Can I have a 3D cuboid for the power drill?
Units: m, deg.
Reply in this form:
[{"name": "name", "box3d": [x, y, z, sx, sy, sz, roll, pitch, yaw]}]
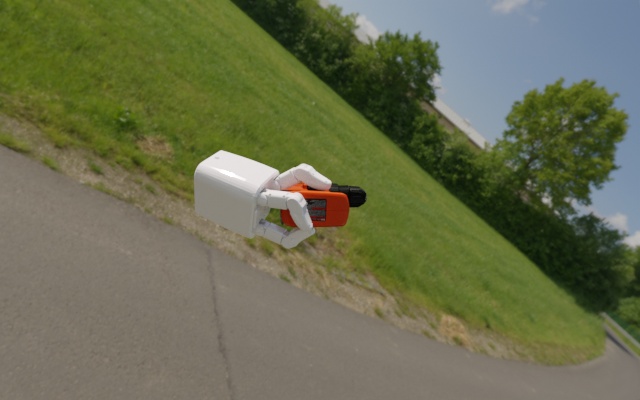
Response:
[{"name": "power drill", "box3d": [0.000, 0.003, 0.818, 0.184, 0.057, 0.187, -1, 7, -5]}]
